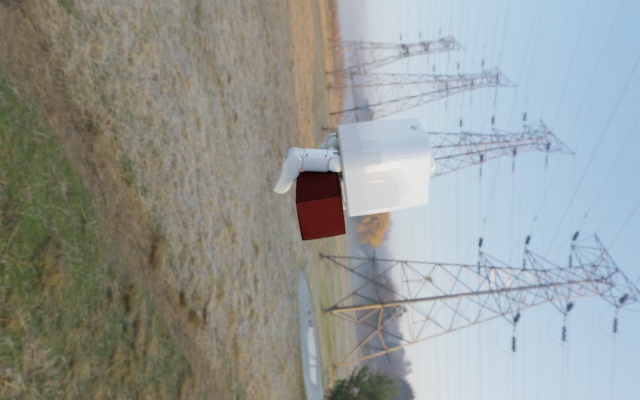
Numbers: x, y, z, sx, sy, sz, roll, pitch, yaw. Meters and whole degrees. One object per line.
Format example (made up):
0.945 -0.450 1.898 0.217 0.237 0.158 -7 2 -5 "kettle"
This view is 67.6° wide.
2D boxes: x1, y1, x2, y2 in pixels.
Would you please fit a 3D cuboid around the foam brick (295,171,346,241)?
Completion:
0.000 0.002 0.561 0.051 0.053 0.078 -7 31 3 "foam brick"
